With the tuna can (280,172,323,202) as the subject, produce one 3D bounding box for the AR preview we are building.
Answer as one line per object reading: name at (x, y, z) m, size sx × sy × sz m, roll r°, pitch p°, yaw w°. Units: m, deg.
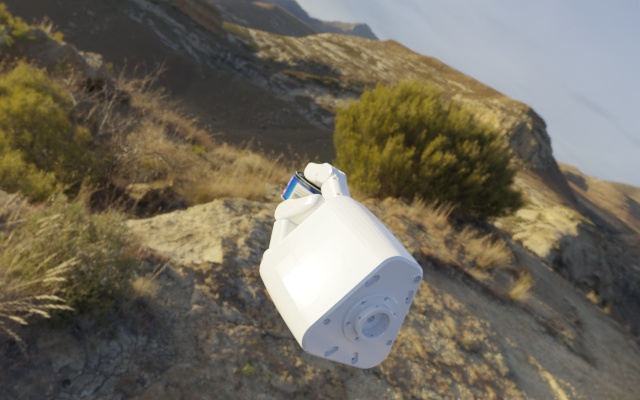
tuna can at (0.000, 0.001, 0.540) m, size 0.086 × 0.034 × 0.086 m, roll 29°, pitch 9°, yaw -5°
